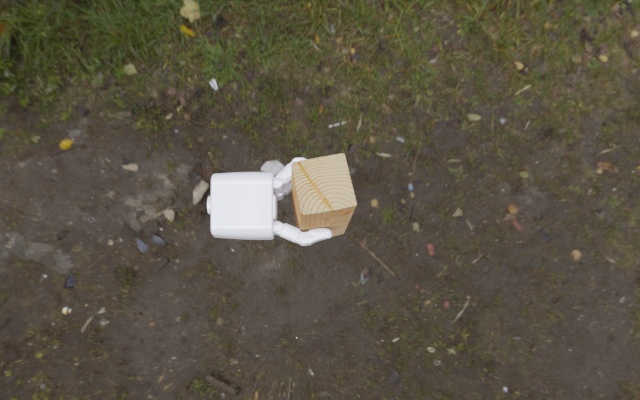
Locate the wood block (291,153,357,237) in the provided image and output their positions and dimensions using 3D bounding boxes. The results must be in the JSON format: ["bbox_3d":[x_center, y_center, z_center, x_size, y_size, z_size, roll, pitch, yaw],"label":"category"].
[{"bbox_3d":[0.000,0.003,0.840,0.090,0.090,0.206,-10,-15,-6],"label":"wood block"}]
